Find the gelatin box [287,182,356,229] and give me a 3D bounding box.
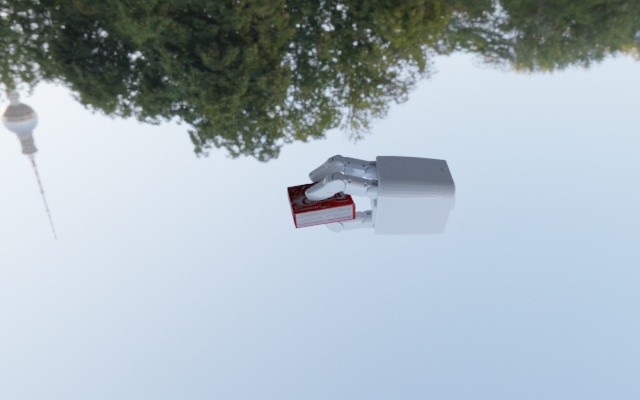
[{"bbox_3d":[0.000,0.003,0.691,0.089,0.030,0.073,-10,34,-7],"label":"gelatin box"}]
